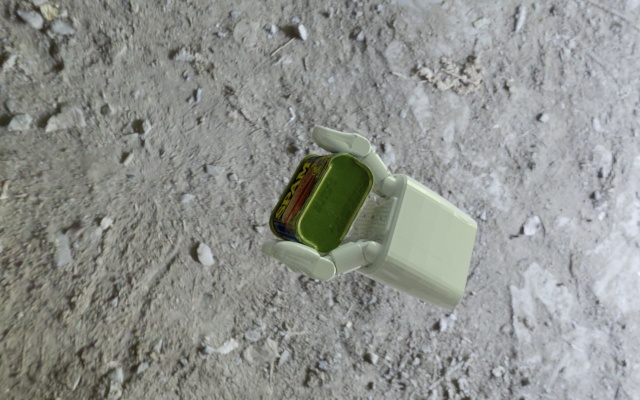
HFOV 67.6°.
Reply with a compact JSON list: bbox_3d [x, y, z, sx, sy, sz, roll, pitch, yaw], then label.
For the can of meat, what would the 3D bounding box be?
[{"bbox_3d":[0.000,0.001,0.483,0.057,0.102,0.084,32,-9,-19],"label":"can of meat"}]
